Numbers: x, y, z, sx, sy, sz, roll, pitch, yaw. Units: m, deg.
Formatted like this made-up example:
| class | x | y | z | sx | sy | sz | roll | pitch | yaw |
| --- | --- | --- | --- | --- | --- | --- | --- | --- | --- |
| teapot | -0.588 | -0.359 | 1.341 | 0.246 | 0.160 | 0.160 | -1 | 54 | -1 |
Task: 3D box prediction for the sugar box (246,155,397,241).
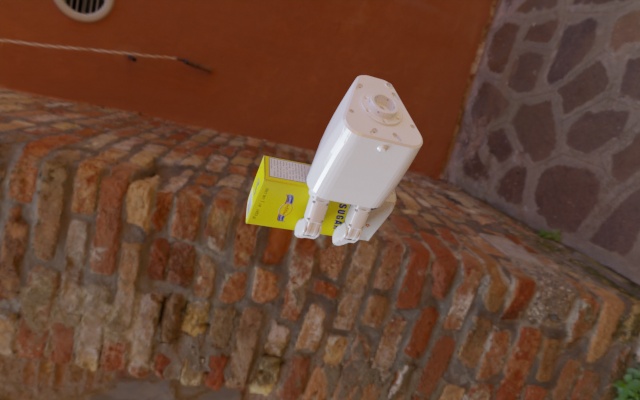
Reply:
| class | x | y | z | sx | sy | sz | roll | pitch | yaw |
| --- | --- | --- | --- | --- | --- | --- | --- | --- | --- |
| sugar box | 0.000 | 0.002 | 0.616 | 0.176 | 0.048 | 0.093 | 11 | -41 | -17 |
